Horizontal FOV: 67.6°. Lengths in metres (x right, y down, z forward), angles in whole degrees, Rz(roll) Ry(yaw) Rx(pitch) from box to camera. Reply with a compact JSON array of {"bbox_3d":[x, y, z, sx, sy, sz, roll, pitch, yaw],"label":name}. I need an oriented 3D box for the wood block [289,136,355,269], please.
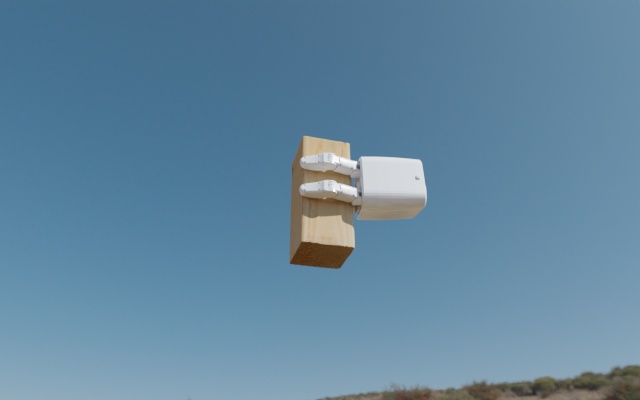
[{"bbox_3d":[0.000,0.003,0.824,0.090,0.206,0.091,7,-33,-13],"label":"wood block"}]
